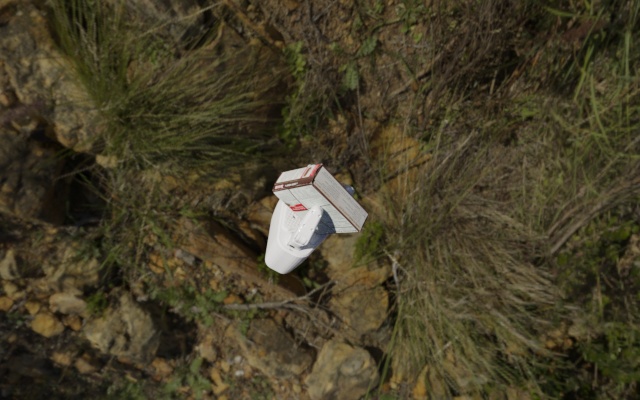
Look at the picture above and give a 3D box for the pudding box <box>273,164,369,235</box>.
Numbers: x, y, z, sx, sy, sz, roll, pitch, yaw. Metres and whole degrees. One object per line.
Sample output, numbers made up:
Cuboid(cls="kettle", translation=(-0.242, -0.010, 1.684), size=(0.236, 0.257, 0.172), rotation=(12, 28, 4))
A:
Cuboid(cls="pudding box", translation=(0.000, 0.002, 0.677), size=(0.090, 0.039, 0.113), rotation=(-9, -43, 47))
